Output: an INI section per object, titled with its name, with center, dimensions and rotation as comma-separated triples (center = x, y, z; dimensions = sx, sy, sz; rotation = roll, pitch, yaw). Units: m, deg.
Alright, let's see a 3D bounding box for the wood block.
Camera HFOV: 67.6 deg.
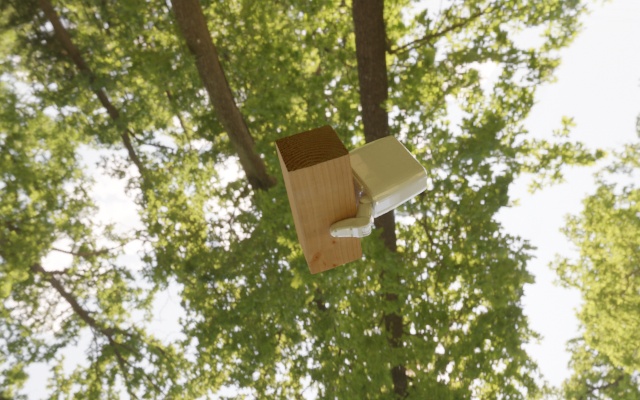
[wood block]
center = 0.001, 0.003, 0.737
dimensions = 0.090, 0.206, 0.090
rotation = -17, 39, -8
